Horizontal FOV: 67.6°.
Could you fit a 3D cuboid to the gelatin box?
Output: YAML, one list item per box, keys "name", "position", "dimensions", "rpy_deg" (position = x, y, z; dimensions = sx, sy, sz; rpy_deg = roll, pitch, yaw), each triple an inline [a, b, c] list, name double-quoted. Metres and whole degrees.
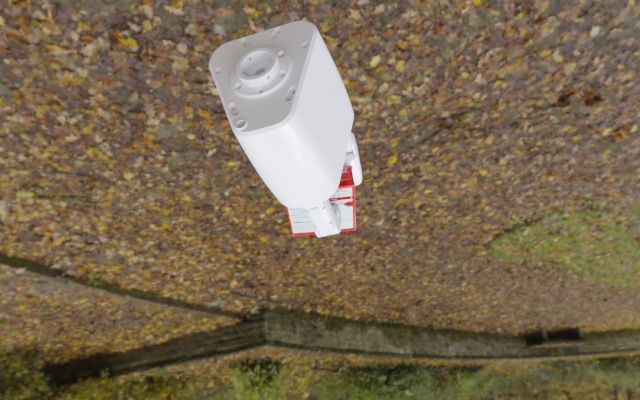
- name: "gelatin box"
  position: [0.000, 0.002, 0.516]
  dimensions: [0.073, 0.030, 0.089]
  rpy_deg: [-6, -35, 1]
